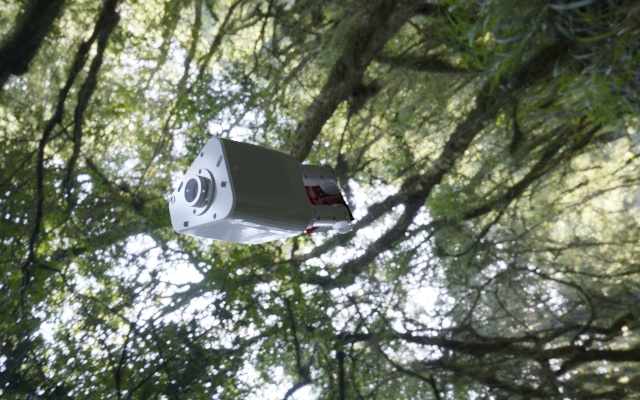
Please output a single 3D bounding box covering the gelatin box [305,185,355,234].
[{"bbox_3d":[0.000,0.002,0.618,0.030,0.073,0.089,-33,-15,28],"label":"gelatin box"}]
